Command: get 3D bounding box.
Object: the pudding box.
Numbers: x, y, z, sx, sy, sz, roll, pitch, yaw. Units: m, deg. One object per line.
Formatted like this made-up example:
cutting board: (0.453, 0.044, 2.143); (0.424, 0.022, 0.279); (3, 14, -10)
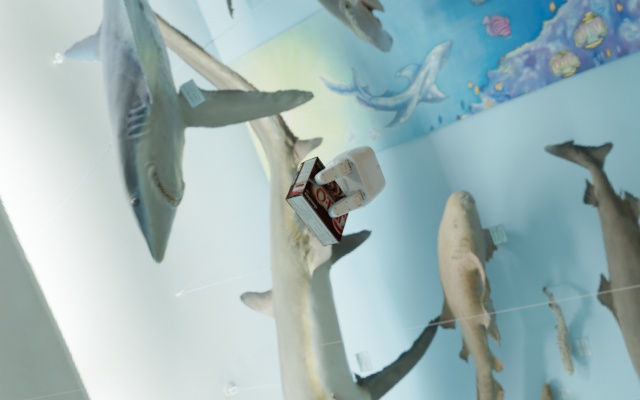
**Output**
pudding box: (0.000, 0.002, 0.750); (0.039, 0.090, 0.113); (-19, -55, 32)
